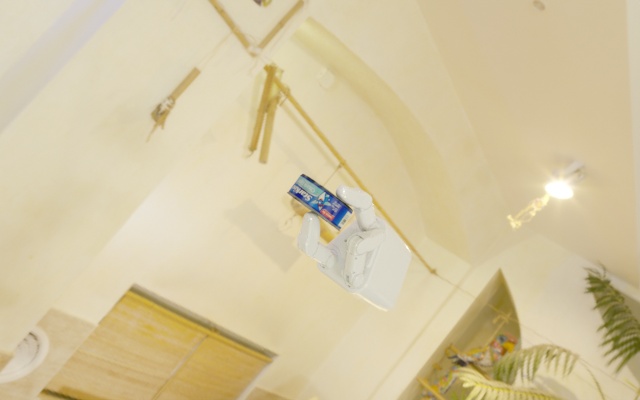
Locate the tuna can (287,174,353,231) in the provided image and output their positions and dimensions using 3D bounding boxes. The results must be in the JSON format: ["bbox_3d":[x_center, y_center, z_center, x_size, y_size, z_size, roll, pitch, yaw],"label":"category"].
[{"bbox_3d":[0.000,0.002,0.624,0.086,0.034,0.086,36,-2,1],"label":"tuna can"}]
